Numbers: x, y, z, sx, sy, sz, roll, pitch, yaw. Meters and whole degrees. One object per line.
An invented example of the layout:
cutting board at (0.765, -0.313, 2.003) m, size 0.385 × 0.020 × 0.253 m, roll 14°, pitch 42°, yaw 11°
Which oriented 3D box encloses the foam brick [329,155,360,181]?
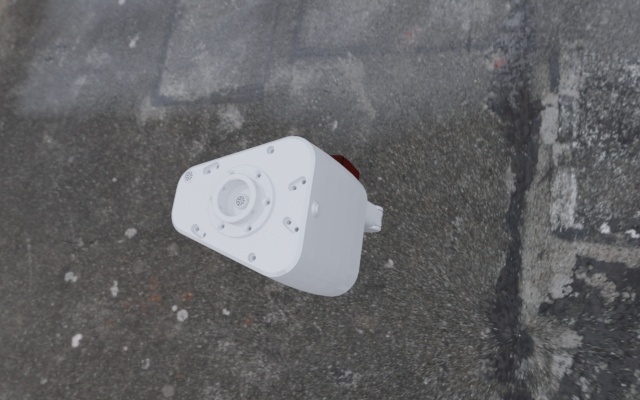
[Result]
foam brick at (0.000, 0.001, 0.437) m, size 0.053 × 0.078 × 0.051 m, roll 3°, pitch -14°, yaw 24°
